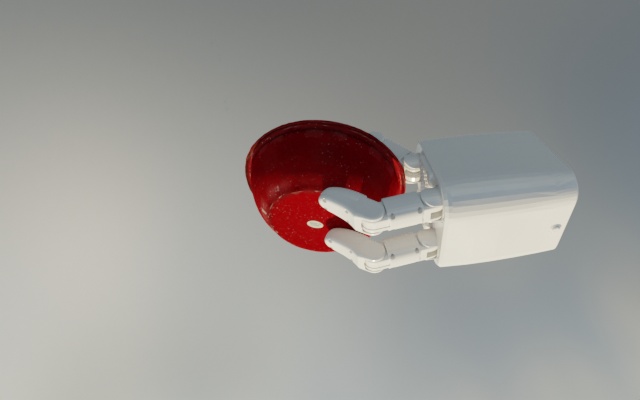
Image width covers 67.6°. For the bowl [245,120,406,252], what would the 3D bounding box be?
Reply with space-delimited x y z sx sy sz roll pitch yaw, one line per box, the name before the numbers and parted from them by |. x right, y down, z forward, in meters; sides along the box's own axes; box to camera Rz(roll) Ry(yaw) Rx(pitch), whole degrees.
bowl | -0.001 0.002 0.461 0.162 0.055 0.162 6 -40 5
